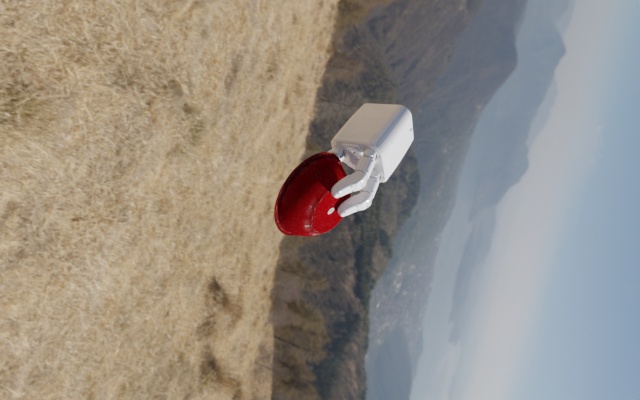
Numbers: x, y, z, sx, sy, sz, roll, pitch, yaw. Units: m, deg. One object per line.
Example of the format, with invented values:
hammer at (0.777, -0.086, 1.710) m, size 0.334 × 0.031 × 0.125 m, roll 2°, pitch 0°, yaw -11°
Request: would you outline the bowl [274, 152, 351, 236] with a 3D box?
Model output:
bowl at (0.000, 0.004, 0.803) m, size 0.055 × 0.162 × 0.162 m, roll 35°, pitch 21°, yaw 33°
